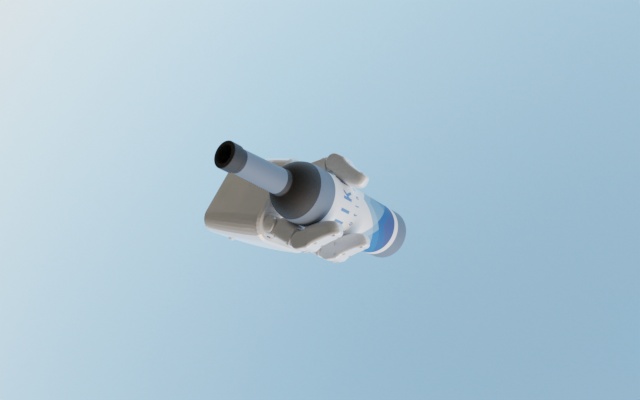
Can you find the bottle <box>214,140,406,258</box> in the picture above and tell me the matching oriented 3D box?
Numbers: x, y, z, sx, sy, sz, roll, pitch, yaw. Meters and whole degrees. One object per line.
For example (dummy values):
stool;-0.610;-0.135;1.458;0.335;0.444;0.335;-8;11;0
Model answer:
bottle;0.000;0.002;0.539;0.069;0.069;0.296;0;-17;38
